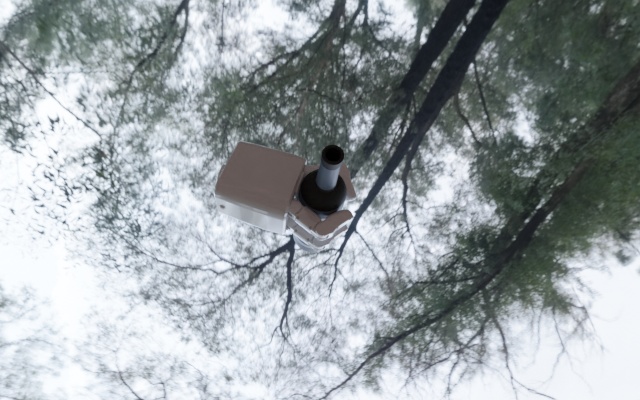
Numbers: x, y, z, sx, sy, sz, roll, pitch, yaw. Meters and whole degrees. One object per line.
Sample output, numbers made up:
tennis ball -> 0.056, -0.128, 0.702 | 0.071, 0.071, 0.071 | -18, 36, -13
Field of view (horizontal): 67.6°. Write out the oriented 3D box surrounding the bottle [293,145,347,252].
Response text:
bottle -> 0.000, 0.002, 0.702 | 0.069, 0.069, 0.296 | 0, -23, -6
